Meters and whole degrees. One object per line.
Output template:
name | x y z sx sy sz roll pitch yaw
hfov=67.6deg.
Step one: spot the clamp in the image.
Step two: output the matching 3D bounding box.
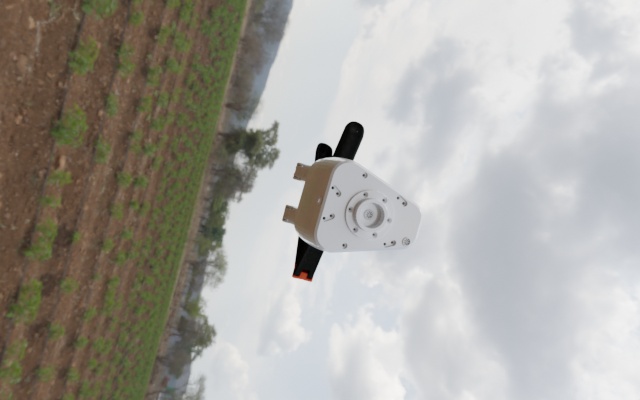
clamp | 0.001 0.003 0.647 0.036 0.210 0.164 16 0 -12
